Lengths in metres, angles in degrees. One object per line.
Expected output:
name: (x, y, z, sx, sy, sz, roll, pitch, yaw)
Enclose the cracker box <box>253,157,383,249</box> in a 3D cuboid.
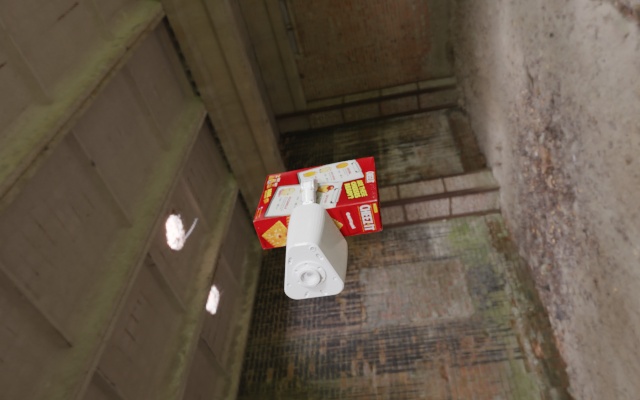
cracker box: (0.000, 0.003, 0.869, 0.214, 0.072, 0.164, -9, 31, 9)
